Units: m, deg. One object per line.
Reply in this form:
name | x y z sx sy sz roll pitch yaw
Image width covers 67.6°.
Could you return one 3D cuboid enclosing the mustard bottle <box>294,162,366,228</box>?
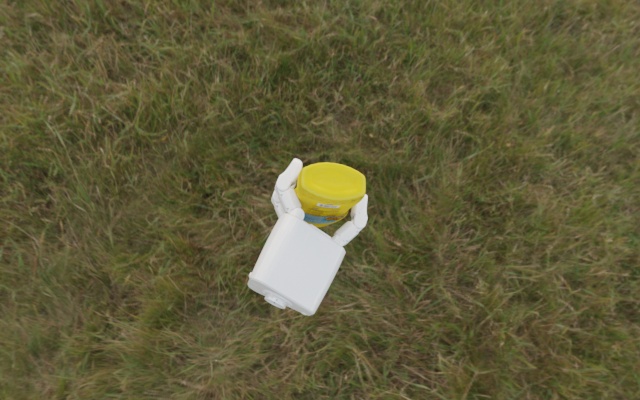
mustard bottle | 0.000 0.002 0.751 0.096 0.058 0.192 5 -19 -11
